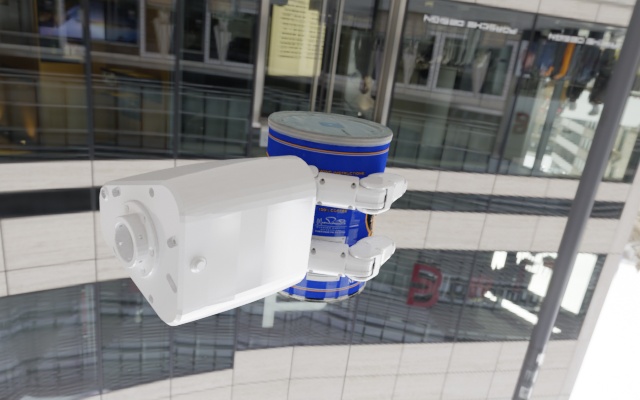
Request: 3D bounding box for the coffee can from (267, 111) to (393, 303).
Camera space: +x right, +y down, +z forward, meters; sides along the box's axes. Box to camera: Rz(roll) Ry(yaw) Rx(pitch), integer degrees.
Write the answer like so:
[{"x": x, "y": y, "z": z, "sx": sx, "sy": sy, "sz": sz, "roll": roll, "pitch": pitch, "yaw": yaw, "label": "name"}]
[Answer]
[{"x": 0.000, "y": 0.001, "z": 0.415, "sx": 0.103, "sy": 0.140, "sz": 0.102, "roll": 7, "pitch": 19, "yaw": -2, "label": "coffee can"}]
